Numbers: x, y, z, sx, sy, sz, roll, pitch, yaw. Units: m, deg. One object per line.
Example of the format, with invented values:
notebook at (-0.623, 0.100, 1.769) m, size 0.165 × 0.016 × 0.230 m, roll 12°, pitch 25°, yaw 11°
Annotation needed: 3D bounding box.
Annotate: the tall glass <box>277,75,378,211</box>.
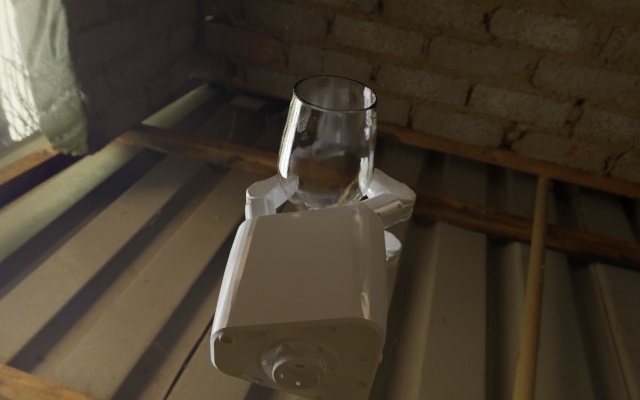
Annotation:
tall glass at (0.000, 0.002, 0.404) m, size 0.079 × 0.201 × 0.079 m, roll 5°, pitch 36°, yaw -4°
